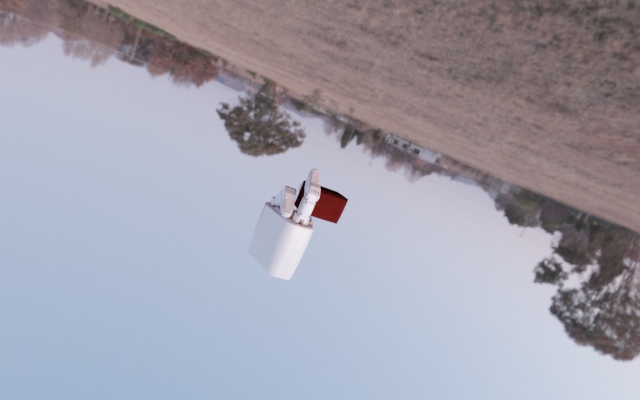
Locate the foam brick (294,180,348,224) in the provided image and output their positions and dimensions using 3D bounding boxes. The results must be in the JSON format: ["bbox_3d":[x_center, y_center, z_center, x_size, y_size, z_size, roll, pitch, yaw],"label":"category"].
[{"bbox_3d":[0.000,0.003,0.884,0.078,0.051,0.053,18,10,-23],"label":"foam brick"}]
